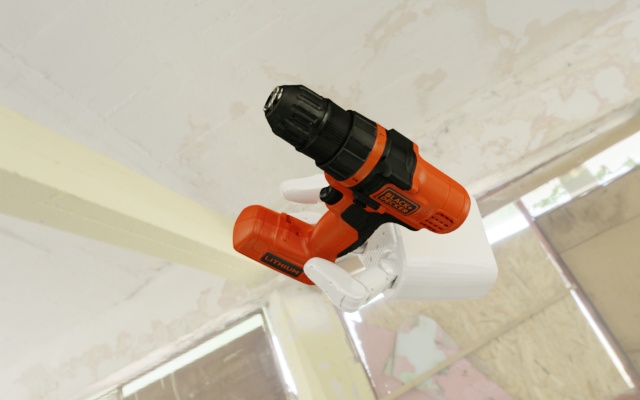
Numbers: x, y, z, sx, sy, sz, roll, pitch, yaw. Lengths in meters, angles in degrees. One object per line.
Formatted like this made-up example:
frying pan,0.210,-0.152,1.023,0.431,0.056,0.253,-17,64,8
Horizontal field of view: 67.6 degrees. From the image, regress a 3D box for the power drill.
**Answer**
power drill,0.000,0.002,0.404,0.184,0.057,0.188,30,-40,-22
